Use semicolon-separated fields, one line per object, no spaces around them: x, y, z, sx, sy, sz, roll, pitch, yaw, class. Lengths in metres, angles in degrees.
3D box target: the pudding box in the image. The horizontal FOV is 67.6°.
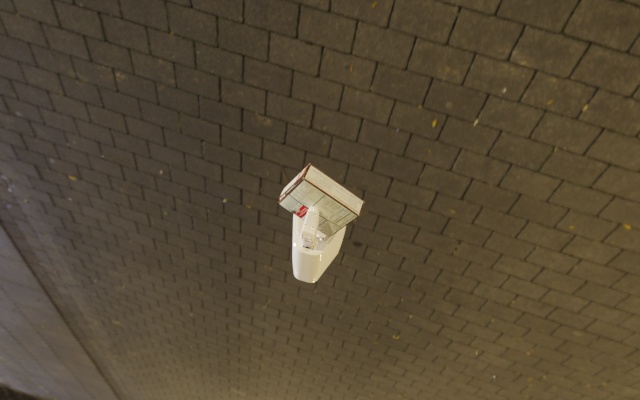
0.000;0.003;0.778;0.113;0.039;0.090;33;-42;-15;pudding box
